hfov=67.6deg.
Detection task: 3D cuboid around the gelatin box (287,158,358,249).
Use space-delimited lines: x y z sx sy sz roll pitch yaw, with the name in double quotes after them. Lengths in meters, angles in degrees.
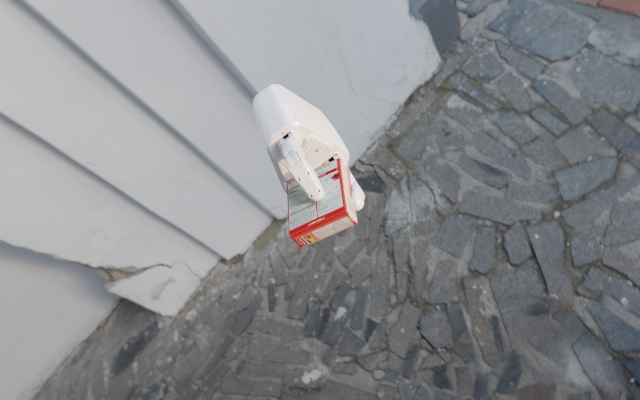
0.000 0.002 0.545 0.073 0.089 0.030 -25 -47 19 "gelatin box"
